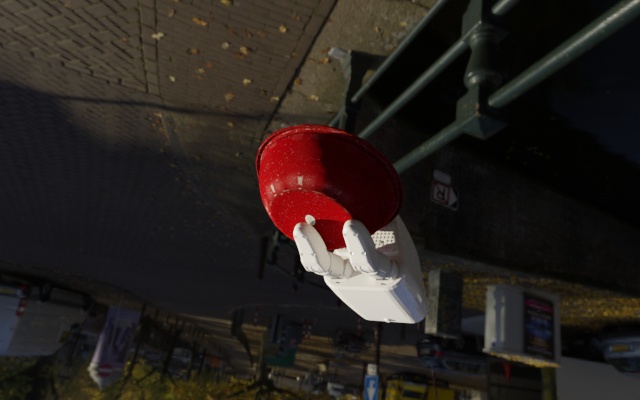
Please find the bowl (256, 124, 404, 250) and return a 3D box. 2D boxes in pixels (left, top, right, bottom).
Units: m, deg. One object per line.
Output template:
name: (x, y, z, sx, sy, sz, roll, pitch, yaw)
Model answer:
bowl: (-0.001, 0.001, 0.488, 0.162, 0.055, 0.162, 13, -40, 11)
